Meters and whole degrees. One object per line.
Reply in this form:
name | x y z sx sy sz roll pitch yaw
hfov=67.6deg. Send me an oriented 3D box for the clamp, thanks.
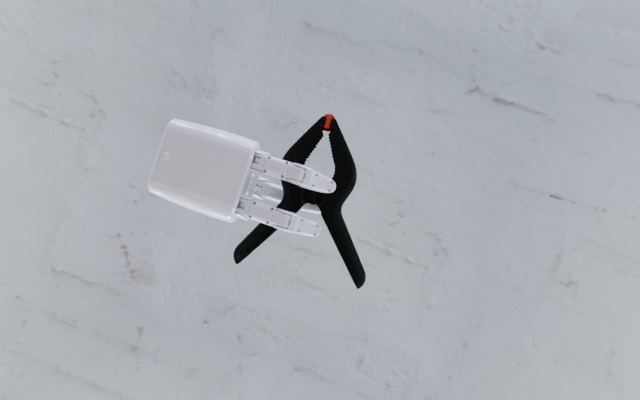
clamp | 0.000 0.001 0.589 0.164 0.210 0.036 18 0 0
